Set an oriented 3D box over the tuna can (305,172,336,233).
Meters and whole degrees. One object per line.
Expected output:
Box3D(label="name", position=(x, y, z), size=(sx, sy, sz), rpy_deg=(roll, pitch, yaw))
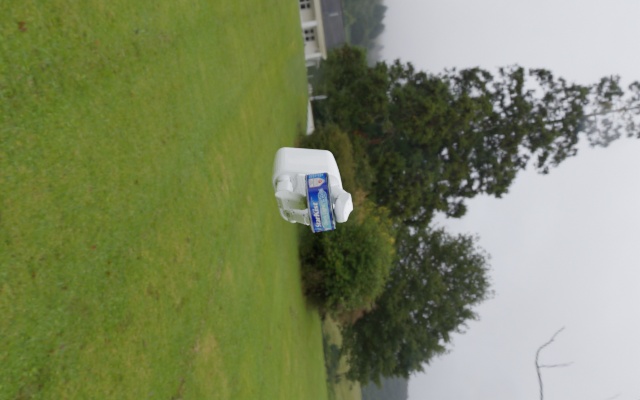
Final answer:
Box3D(label="tuna can", position=(0.001, 0.002, 0.693), size=(0.034, 0.086, 0.086), rpy_deg=(-7, -1, 3))
